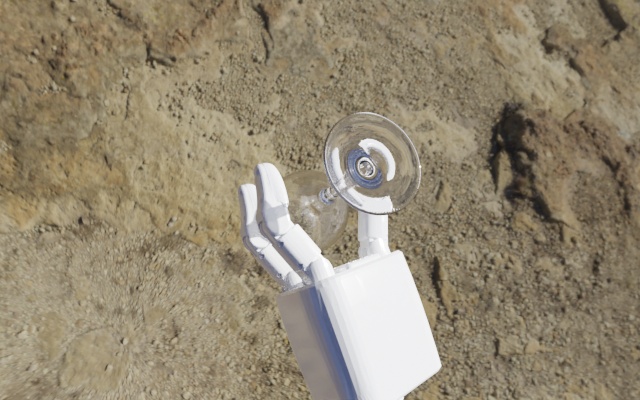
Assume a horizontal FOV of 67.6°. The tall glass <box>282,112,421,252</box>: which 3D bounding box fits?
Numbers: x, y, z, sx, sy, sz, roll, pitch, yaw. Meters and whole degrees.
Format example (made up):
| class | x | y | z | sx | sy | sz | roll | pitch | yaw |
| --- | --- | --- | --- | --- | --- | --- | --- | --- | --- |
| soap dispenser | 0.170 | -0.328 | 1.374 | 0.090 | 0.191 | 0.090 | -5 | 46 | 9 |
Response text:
| class | x | y | z | sx | sy | sz | roll | pitch | yaw |
| --- | --- | --- | --- | --- | --- | --- | --- | --- | --- |
| tall glass | 0.000 | 0.001 | 0.411 | 0.079 | 0.079 | 0.201 | 0 | -15 | -22 |
